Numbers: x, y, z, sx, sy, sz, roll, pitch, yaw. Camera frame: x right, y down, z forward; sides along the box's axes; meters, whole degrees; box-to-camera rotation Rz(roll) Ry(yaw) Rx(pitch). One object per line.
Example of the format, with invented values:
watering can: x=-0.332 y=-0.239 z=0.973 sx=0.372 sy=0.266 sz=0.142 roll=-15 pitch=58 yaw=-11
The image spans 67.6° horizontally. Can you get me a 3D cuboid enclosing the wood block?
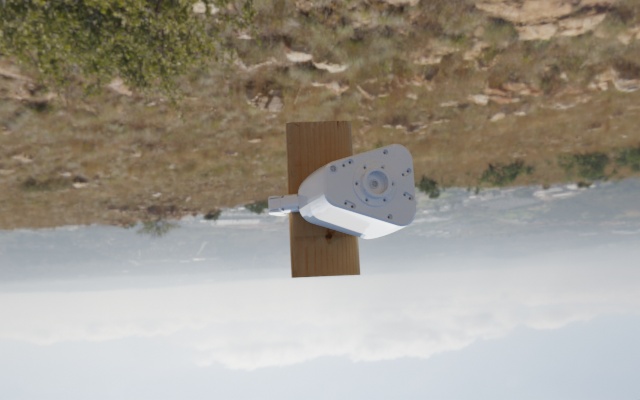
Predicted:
wood block: x=0.000 y=0.002 z=0.666 sx=0.091 sy=0.206 sz=0.090 roll=-2 pitch=-9 yaw=-4
